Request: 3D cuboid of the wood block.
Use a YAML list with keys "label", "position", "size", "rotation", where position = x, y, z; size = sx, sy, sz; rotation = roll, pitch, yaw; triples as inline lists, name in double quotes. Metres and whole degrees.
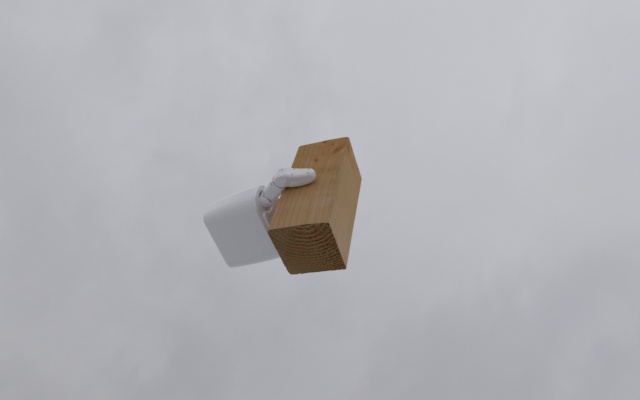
- label: "wood block"
  position: [0.000, 0.002, 0.721]
  size: [0.090, 0.091, 0.206]
  rotation: [-8, 37, 19]
